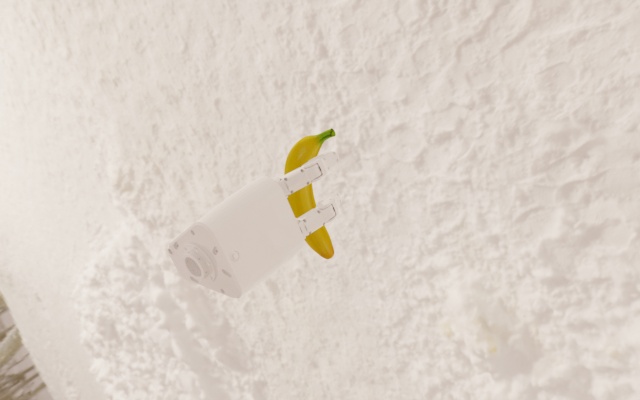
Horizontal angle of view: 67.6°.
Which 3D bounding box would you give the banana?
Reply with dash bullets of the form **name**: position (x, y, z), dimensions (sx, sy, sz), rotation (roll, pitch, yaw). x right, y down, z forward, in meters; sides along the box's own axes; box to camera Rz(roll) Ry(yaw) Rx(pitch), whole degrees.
- **banana**: position (-0.016, -0.006, 0.644), dimensions (0.069, 0.198, 0.037), rotation (17, 36, 27)
